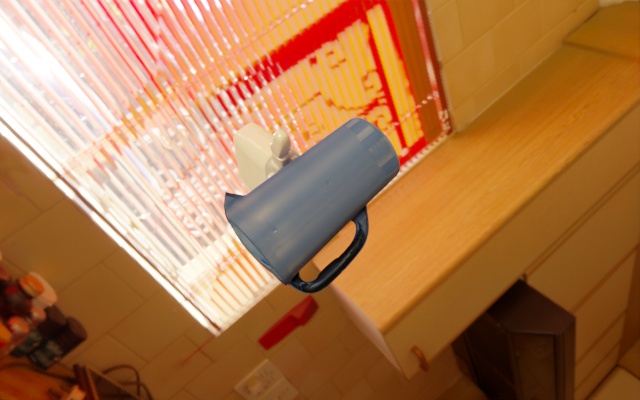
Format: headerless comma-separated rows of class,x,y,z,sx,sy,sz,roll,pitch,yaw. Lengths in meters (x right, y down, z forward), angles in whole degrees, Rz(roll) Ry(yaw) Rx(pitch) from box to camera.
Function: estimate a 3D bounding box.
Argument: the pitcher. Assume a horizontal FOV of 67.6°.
pitcher,0.000,0.002,0.675,0.145,0.243,0.149,39,-17,40
